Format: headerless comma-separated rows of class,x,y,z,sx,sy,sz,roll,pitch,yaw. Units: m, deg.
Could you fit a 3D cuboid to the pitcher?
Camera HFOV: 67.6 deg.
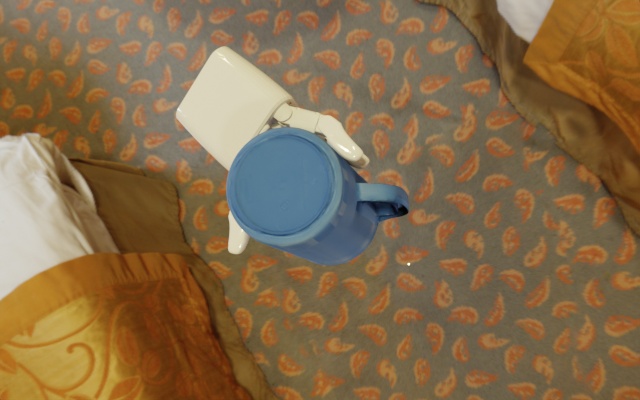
pitcher,0.000,0.002,0.526,0.145,0.149,0.243,43,2,14
